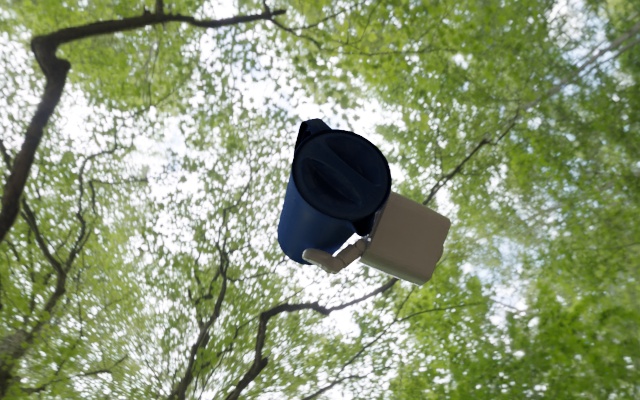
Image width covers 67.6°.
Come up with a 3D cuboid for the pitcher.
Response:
[{"bbox_3d":[0.000,0.002,0.712,0.145,0.149,0.243,24,-28,-2],"label":"pitcher"}]
